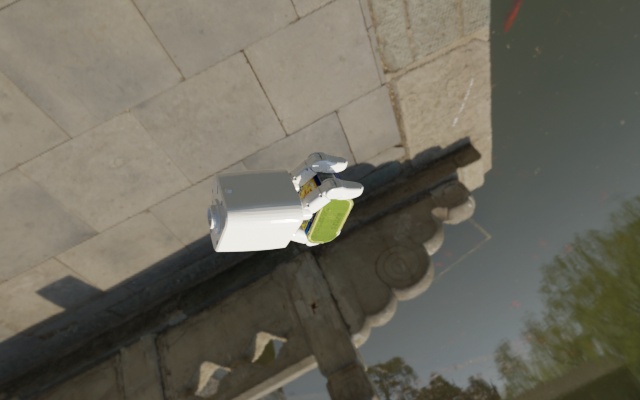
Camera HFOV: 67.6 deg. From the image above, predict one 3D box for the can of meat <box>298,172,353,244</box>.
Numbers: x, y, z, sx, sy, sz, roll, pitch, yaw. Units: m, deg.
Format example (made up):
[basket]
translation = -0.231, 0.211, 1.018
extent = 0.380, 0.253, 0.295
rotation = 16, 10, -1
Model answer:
[can of meat]
translation = 0.000, 0.003, 0.719
extent = 0.057, 0.102, 0.084
rotation = -1, 44, -27
